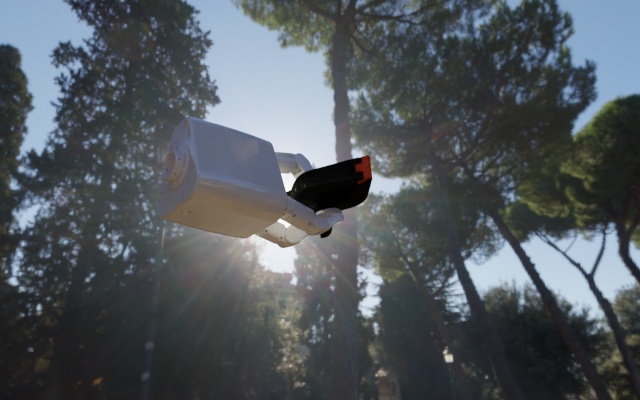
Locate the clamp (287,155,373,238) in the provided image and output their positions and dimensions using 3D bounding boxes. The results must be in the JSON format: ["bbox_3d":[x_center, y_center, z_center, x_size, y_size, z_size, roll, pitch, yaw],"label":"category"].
[{"bbox_3d":[0.000,0.001,0.603,0.164,0.036,0.210,14,-29,-39],"label":"clamp"}]
